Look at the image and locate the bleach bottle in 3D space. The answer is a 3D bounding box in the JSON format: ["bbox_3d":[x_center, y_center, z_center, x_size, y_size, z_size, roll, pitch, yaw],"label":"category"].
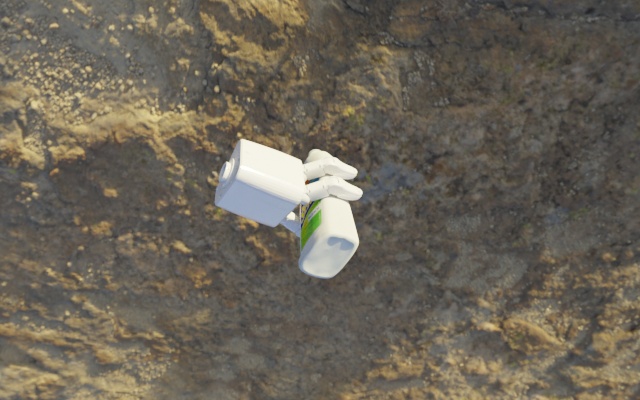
[{"bbox_3d":[0.000,0.003,0.799,0.068,0.103,0.250,21,34,-24],"label":"bleach bottle"}]
